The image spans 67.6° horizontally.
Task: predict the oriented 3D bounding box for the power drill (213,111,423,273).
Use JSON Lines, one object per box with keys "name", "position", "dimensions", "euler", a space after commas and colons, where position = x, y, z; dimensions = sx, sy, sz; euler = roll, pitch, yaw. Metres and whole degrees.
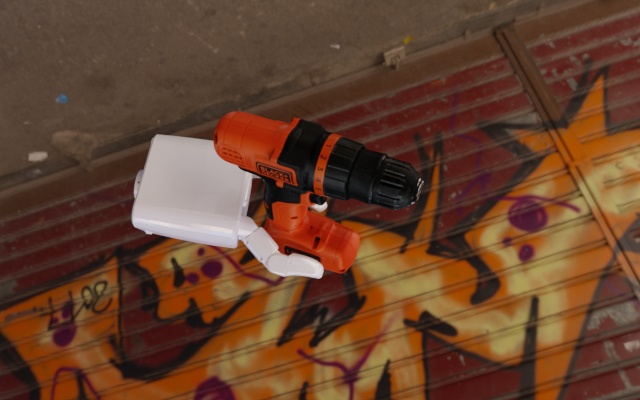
{"name": "power drill", "position": [0.000, 0.002, 0.460], "dimensions": [0.184, 0.057, 0.188], "euler": [19, -30, 16]}
